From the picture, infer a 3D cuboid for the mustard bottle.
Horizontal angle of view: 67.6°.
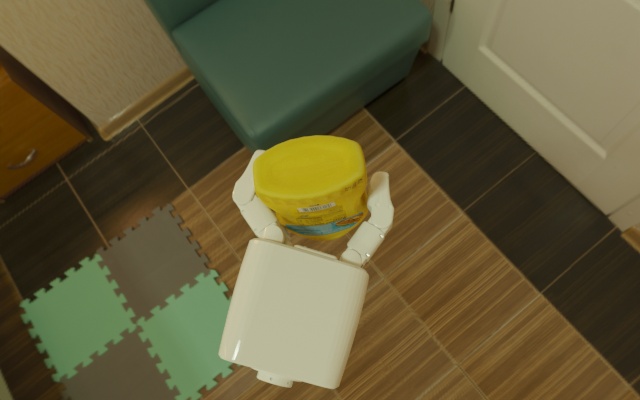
[{"bbox_3d":[0.000,0.001,0.483,0.096,0.058,0.192,-11,-20,3],"label":"mustard bottle"}]
